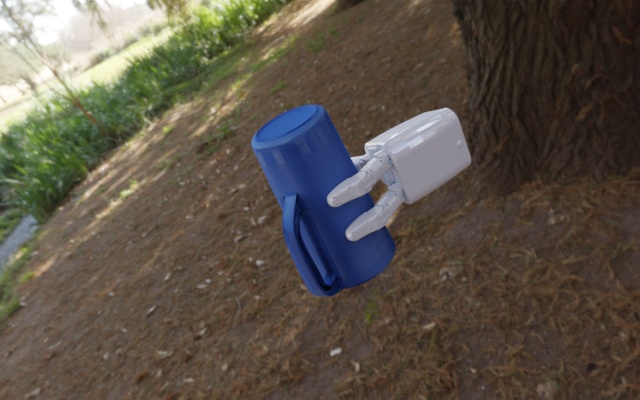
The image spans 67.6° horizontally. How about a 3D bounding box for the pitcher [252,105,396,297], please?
[{"bbox_3d":[0.000,0.002,0.660,0.145,0.243,0.149,-29,26,-4],"label":"pitcher"}]
